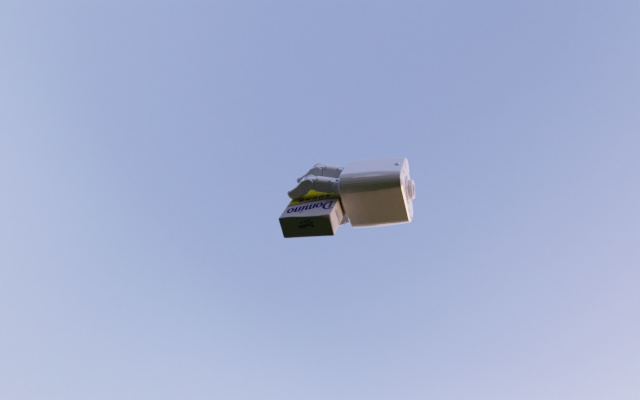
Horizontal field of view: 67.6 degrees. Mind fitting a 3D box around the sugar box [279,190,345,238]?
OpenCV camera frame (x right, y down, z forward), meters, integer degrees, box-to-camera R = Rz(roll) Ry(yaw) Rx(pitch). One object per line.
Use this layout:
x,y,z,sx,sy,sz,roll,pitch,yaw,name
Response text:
0.000,0.002,0.848,0.093,0.048,0.176,-5,24,20,sugar box
